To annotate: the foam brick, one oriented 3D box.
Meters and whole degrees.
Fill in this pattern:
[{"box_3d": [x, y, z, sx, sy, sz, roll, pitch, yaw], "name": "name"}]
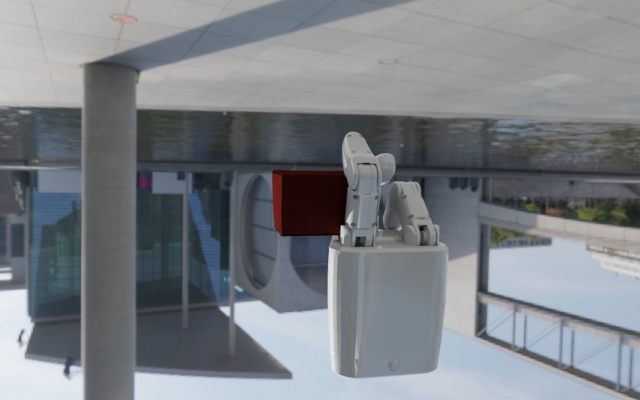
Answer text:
[{"box_3d": [0.000, 0.001, 0.407, 0.078, 0.051, 0.053, 0, 7, -12], "name": "foam brick"}]
